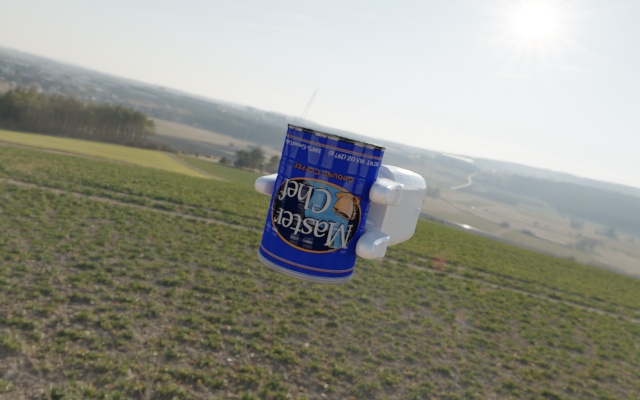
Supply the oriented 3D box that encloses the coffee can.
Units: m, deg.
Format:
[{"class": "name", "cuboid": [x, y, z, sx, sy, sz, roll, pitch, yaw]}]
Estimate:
[{"class": "coffee can", "cuboid": [0.000, 0.002, 0.491, 0.103, 0.140, 0.103, 14, 9, -2]}]
